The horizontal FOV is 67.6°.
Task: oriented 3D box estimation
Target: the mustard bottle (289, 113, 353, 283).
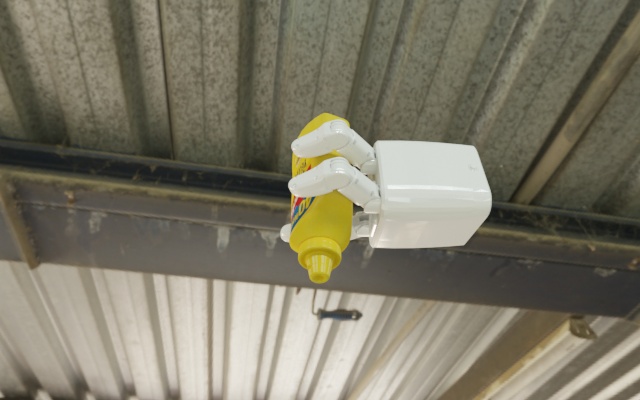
[{"bbox_3d":[0.000,0.001,0.502,0.058,0.191,0.096,18,-46,-19],"label":"mustard bottle"}]
